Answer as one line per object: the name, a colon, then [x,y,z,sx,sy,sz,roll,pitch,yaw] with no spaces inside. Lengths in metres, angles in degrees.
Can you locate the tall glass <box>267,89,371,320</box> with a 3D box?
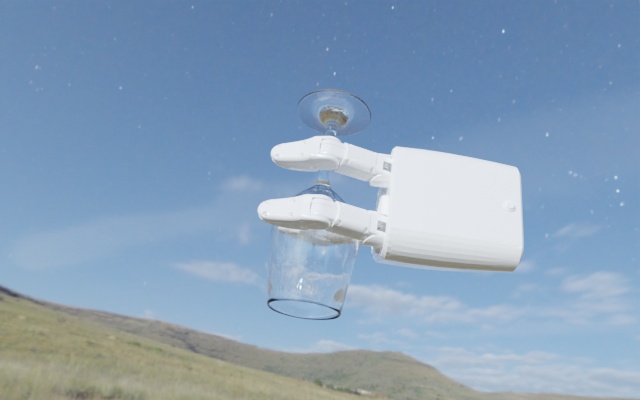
tall glass: [0.000,0.001,0.433,0.079,0.201,0.079,7,-26,4]
